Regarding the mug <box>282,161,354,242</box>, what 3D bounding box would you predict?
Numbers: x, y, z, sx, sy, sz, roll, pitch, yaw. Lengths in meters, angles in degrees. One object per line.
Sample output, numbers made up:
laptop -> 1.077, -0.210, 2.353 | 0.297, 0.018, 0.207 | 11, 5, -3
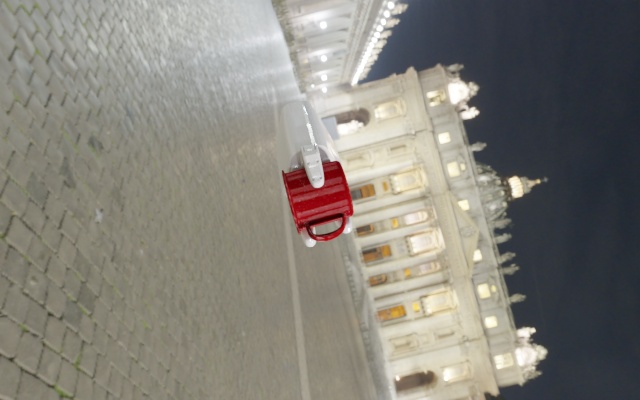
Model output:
mug -> 0.001, 0.003, 0.654 | 0.081, 0.117, 0.093 | -15, -35, -1
